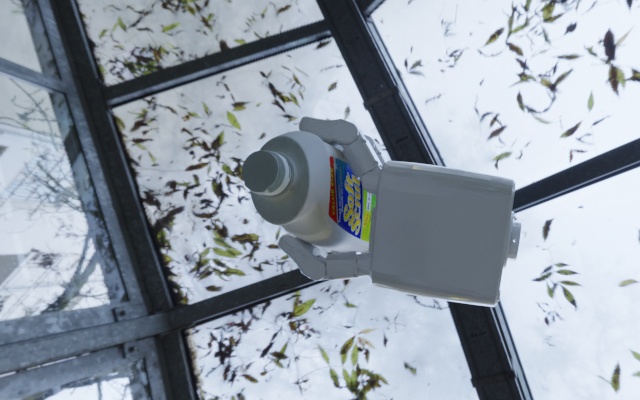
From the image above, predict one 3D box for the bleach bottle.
[{"bbox_3d":[0.000,0.001,0.439,0.068,0.102,0.251,7,-4,20],"label":"bleach bottle"}]
